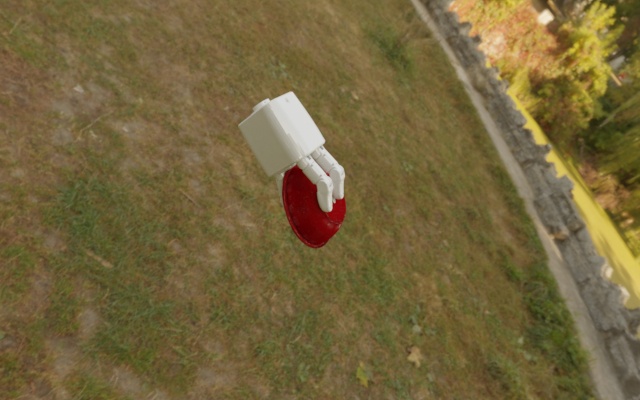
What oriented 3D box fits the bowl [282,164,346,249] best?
[{"bbox_3d":[0.001,0.004,0.863,0.055,0.162,0.162,-15,-8,29],"label":"bowl"}]
